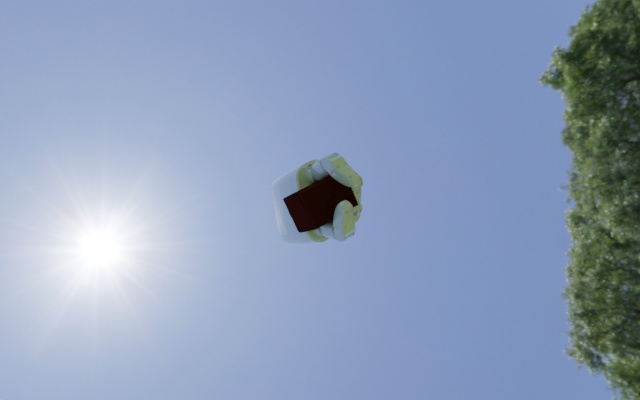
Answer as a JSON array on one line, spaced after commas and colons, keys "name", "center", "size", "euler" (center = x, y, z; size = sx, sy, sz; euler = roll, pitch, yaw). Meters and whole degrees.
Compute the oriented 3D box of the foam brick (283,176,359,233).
[{"name": "foam brick", "center": [0.000, 0.002, 0.635], "size": [0.078, 0.053, 0.051], "euler": [-28, 6, -30]}]
